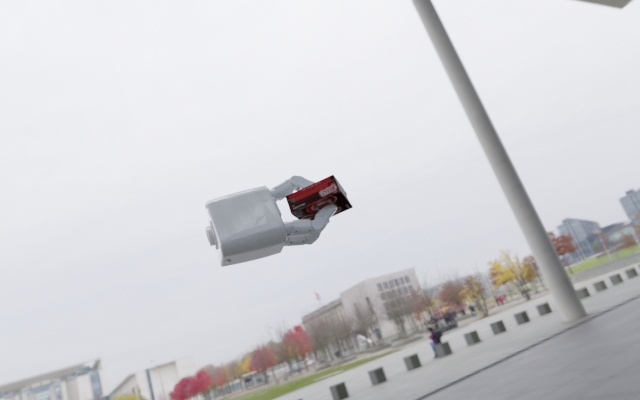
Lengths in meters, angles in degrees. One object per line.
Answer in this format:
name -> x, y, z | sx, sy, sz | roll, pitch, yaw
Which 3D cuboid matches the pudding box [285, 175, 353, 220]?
pudding box -> 0.000, 0.003, 0.825 | 0.090, 0.039, 0.113 | -23, -17, 8
